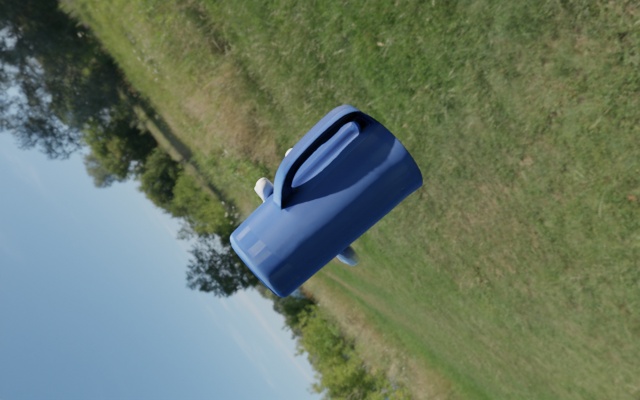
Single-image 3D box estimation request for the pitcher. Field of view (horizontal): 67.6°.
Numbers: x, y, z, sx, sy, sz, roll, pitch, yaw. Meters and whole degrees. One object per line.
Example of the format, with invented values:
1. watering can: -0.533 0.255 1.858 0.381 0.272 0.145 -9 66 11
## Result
1. pitcher: 0.000 0.002 0.618 0.243 0.149 0.145 -42 2 -7
